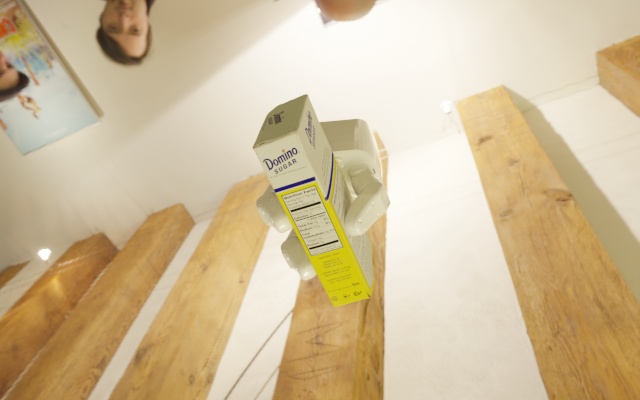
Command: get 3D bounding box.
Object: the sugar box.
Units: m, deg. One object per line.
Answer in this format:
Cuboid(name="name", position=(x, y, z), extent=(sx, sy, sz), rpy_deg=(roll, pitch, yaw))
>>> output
Cuboid(name="sugar box", position=(0.000, 0.002, 0.439), extent=(0.048, 0.176, 0.093), rpy_deg=(-20, 27, 15))
